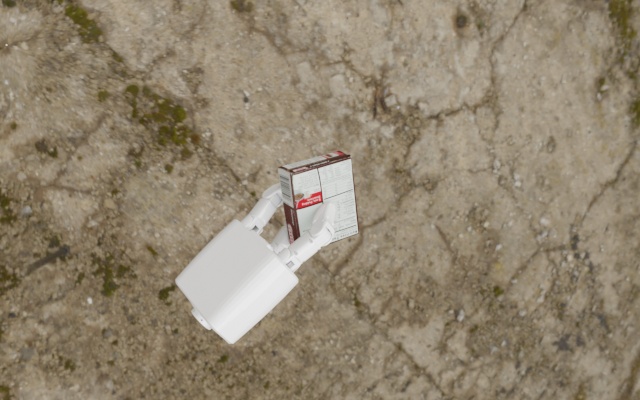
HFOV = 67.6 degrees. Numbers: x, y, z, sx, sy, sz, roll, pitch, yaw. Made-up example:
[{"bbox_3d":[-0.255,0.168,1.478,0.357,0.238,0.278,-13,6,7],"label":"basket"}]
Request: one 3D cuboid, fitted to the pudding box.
[{"bbox_3d":[0.000,0.002,0.611,0.090,0.113,0.039,-18,26,-25],"label":"pudding box"}]
